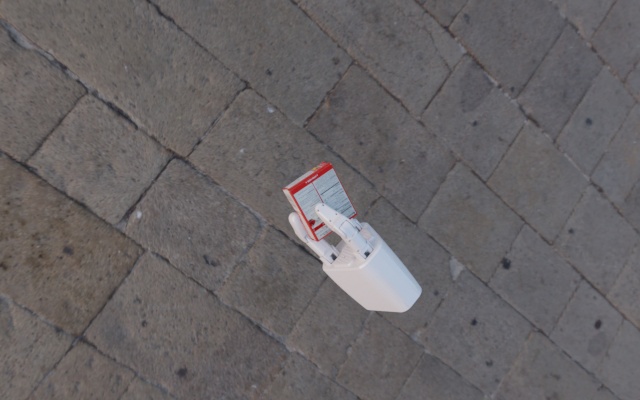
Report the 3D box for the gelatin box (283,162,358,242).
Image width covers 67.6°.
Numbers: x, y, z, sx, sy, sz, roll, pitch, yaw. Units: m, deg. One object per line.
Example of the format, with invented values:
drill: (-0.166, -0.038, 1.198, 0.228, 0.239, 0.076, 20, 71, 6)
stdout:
gelatin box: (0.000, 0.002, 0.670, 0.073, 0.089, 0.030, -35, 21, -17)
